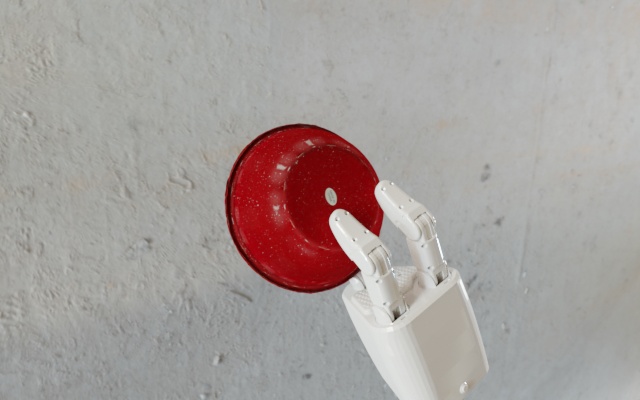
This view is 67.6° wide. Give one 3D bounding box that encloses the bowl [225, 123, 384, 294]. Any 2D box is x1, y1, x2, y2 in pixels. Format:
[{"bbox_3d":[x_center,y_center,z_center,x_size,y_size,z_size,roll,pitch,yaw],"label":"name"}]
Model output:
[{"bbox_3d":[-0.001,0.000,0.427,0.162,0.162,0.055,0,-9,-26],"label":"bowl"}]
